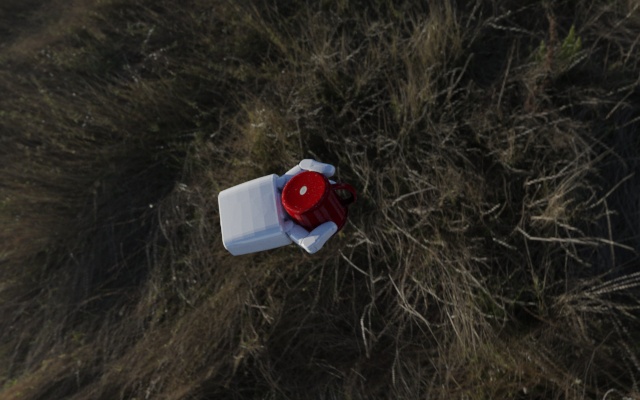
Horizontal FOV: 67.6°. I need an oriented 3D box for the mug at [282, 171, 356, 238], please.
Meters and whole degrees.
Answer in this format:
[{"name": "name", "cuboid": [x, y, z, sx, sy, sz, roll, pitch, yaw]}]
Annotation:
[{"name": "mug", "cuboid": [0.001, 0.002, 0.768, 0.117, 0.093, 0.081, -16, -37, 13]}]
